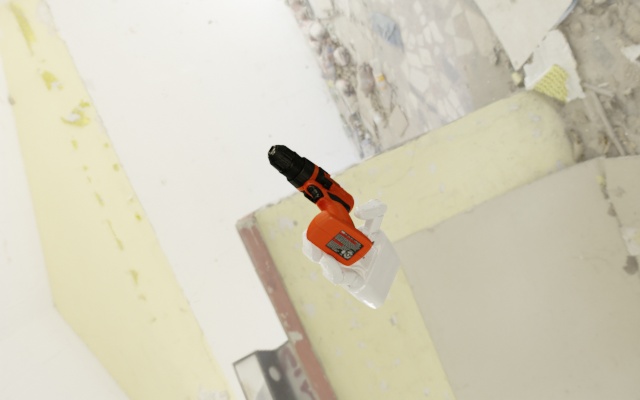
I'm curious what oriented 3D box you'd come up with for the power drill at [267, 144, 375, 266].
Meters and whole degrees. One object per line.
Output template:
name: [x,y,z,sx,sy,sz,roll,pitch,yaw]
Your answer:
power drill: [0.000,0.003,0.740,0.184,0.057,0.187,35,20,-30]
